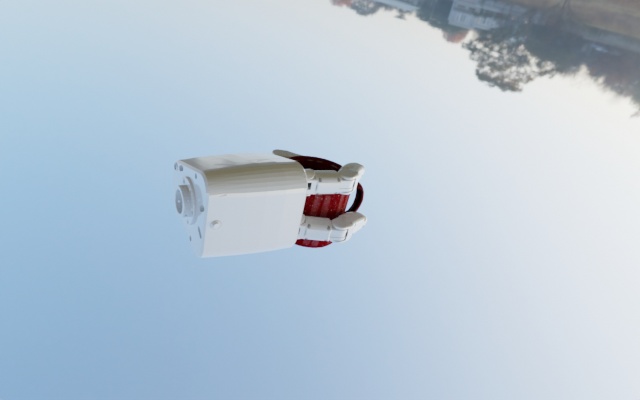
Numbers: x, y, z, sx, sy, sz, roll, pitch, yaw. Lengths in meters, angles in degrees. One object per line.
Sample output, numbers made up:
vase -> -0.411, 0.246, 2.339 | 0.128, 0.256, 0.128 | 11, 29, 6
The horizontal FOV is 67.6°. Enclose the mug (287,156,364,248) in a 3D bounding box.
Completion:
mug -> 0.001, 0.002, 0.581 | 0.117, 0.081, 0.093 | -4, 33, -32
